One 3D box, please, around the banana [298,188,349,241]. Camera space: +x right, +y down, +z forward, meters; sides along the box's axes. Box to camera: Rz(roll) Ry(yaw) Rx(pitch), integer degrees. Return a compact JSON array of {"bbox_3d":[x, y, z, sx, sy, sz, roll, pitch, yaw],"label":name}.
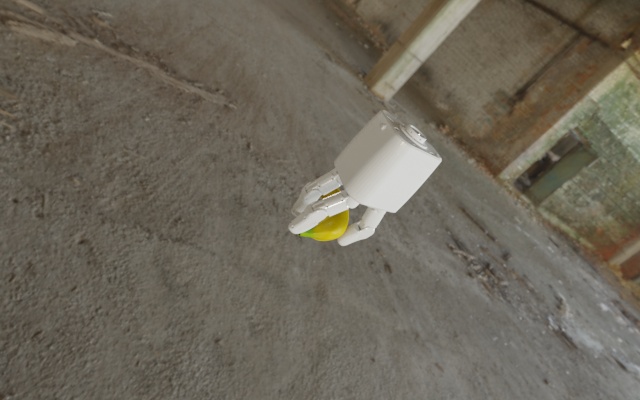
[{"bbox_3d":[0.015,0.014,0.766,0.069,0.037,0.197,35,24,-8],"label":"banana"}]
